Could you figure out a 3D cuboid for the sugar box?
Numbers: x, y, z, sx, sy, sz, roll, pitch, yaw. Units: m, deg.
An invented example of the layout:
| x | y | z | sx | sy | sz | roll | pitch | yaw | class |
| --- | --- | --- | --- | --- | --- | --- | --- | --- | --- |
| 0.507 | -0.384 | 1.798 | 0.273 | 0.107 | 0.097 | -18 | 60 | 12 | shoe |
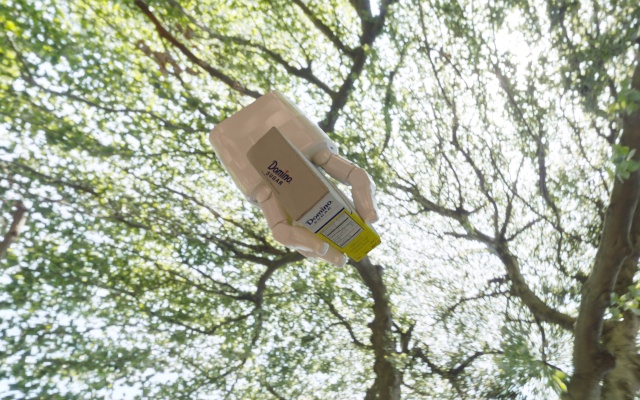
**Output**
| x | y | z | sx | sy | sz | roll | pitch | yaw | class |
| --- | --- | --- | --- | --- | --- | --- | --- | --- | --- |
| 0.000 | 0.002 | 0.491 | 0.093 | 0.048 | 0.176 | 50 | 7 | 29 | sugar box |
